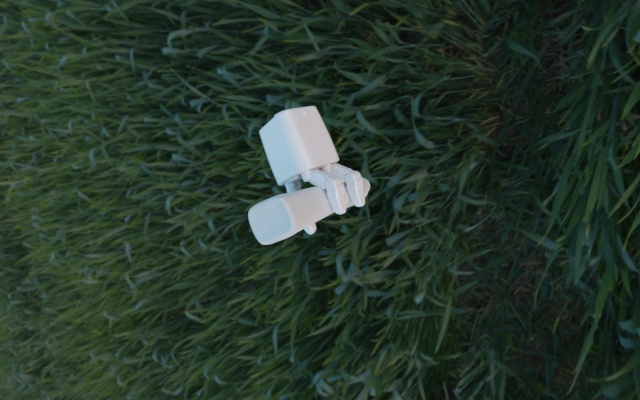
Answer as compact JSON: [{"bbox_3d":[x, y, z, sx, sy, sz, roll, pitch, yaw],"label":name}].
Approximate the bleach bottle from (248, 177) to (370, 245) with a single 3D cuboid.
[{"bbox_3d":[0.000,0.003,0.828,0.102,0.068,0.251,-23,-2,41],"label":"bleach bottle"}]
